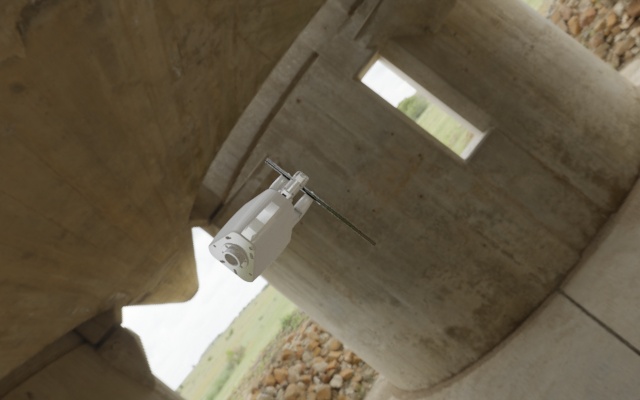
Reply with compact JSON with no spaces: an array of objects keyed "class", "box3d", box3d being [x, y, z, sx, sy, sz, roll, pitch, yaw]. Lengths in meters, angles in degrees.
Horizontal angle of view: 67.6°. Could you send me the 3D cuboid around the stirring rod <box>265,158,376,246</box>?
[{"class":"stirring rod","box3d":[0.000,0.003,0.831,0.239,0.011,0.011,38,1,2]}]
